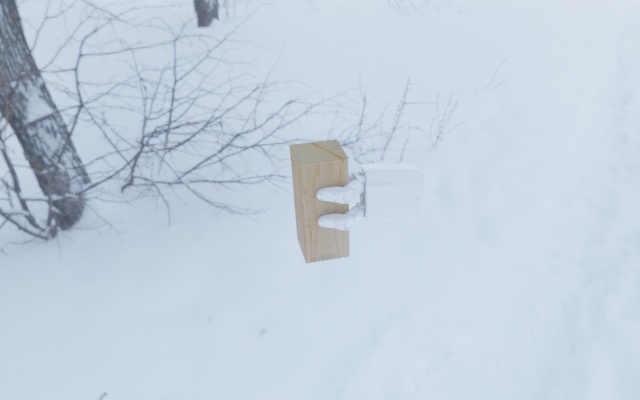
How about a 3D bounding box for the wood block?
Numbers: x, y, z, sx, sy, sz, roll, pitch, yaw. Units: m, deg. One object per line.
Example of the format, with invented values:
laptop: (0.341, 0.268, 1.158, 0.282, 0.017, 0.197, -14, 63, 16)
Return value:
wood block: (0.000, 0.003, 0.886, 0.090, 0.206, 0.090, -8, 30, -9)
